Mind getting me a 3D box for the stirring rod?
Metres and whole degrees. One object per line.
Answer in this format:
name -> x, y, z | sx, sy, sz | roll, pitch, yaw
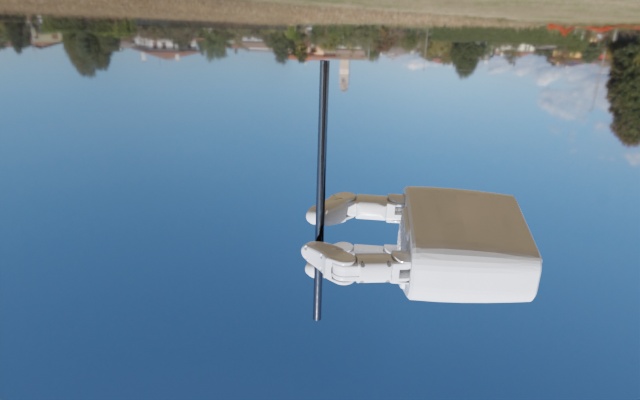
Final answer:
stirring rod -> 0.000, 0.001, 0.422 | 0.011, 0.240, 0.011 | 2, 20, -1
